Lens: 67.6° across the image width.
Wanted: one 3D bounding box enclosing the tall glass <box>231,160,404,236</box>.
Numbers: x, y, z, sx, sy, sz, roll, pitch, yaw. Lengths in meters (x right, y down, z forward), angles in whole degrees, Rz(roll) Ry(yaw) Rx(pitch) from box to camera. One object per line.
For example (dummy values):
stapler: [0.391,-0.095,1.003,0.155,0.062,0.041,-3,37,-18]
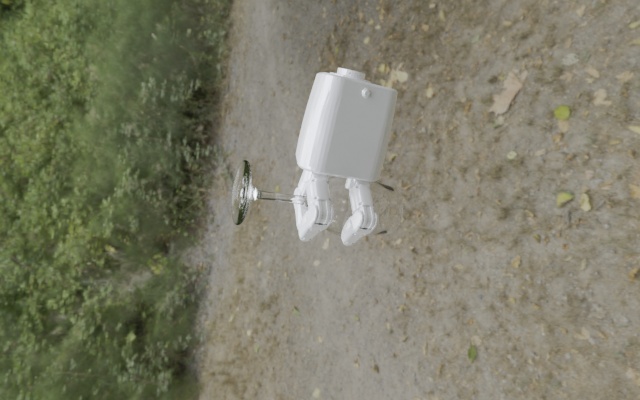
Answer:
tall glass: [-0.001,0.002,0.577,0.201,0.079,0.079,7,-3,-24]
